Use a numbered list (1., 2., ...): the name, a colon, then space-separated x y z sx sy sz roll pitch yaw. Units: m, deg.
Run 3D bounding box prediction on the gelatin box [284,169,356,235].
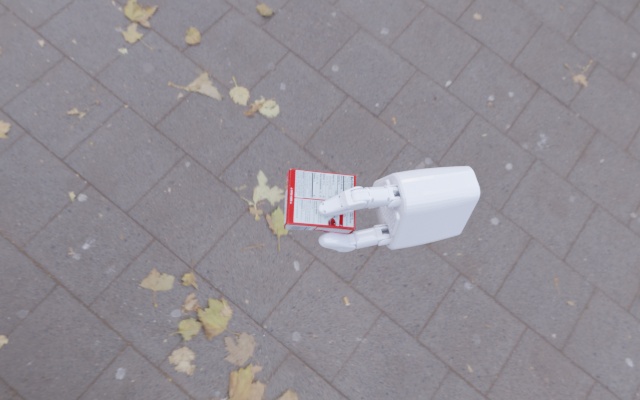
1. gelatin box: 0.000 0.002 0.604 0.089 0.073 0.030 5 -18 -12
